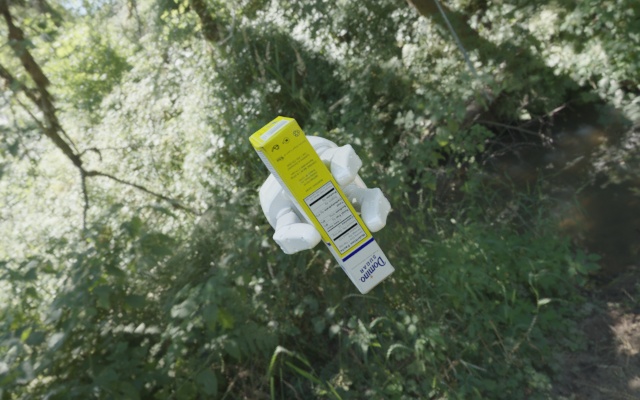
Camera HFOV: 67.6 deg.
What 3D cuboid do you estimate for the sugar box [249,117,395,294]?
[{"bbox_3d":[0.000,0.001,0.474,0.048,0.176,0.093,-38,18,-3],"label":"sugar box"}]
